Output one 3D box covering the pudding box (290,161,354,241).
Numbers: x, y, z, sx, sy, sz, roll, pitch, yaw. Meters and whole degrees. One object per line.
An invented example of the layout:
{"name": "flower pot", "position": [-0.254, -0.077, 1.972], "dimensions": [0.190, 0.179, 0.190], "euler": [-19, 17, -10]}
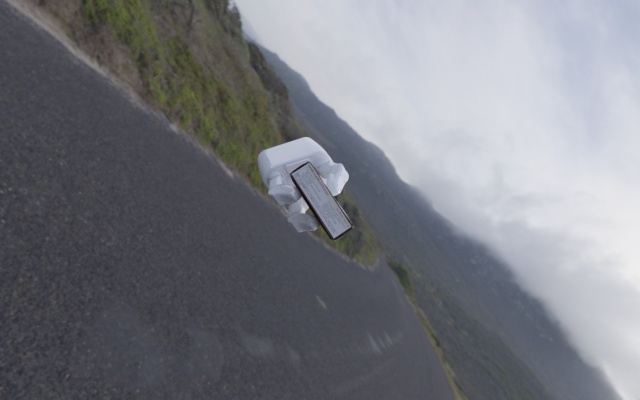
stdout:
{"name": "pudding box", "position": [0.000, 0.002, 0.685], "dimensions": [0.039, 0.113, 0.090], "euler": [-35, -1, -2]}
